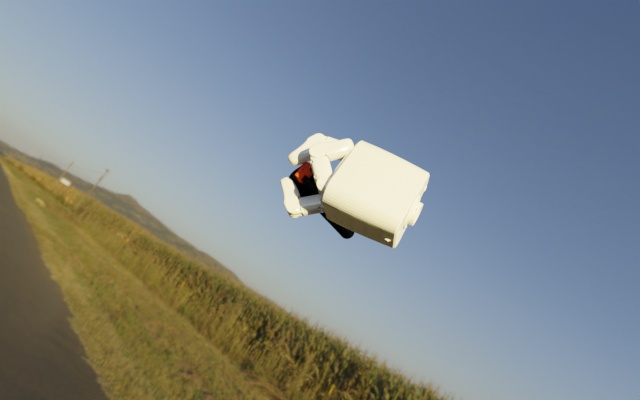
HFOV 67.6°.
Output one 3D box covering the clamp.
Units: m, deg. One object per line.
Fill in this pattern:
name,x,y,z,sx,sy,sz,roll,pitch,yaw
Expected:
clamp,0.000,0.002,0.735,0.120,0.039,0.171,26,-17,14
